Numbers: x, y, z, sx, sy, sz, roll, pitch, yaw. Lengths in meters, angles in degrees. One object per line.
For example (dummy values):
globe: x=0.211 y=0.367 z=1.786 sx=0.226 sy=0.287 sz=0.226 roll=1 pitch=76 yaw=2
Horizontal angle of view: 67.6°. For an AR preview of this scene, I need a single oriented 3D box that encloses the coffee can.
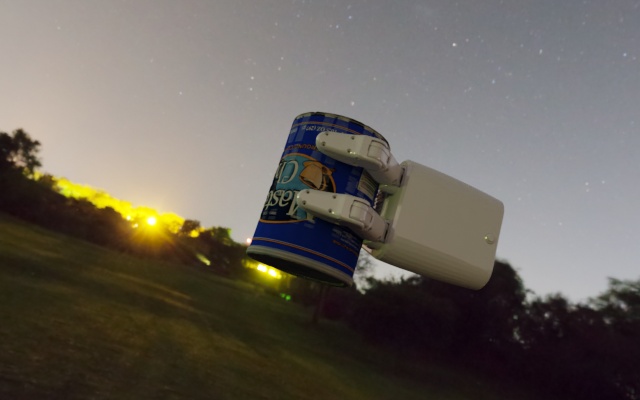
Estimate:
coffee can: x=0.000 y=0.002 z=0.461 sx=0.103 sy=0.140 sz=0.103 roll=17 pitch=-15 yaw=5
